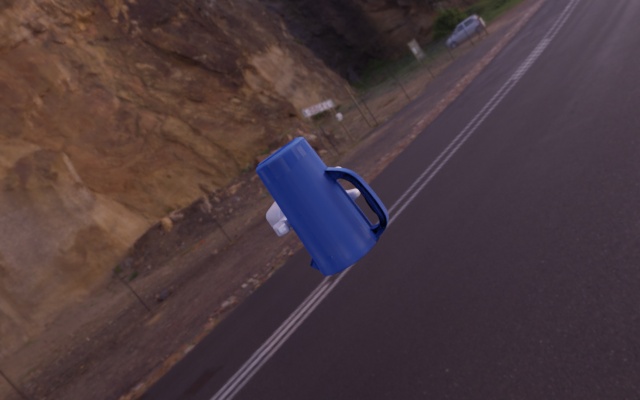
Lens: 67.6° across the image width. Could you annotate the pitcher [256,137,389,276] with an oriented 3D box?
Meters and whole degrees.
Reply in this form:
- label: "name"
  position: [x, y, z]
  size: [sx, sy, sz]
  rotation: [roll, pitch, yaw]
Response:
- label: "pitcher"
  position: [0.000, 0.003, 0.879]
  size: [0.149, 0.243, 0.145]
  rotation: [-39, 10, -19]
